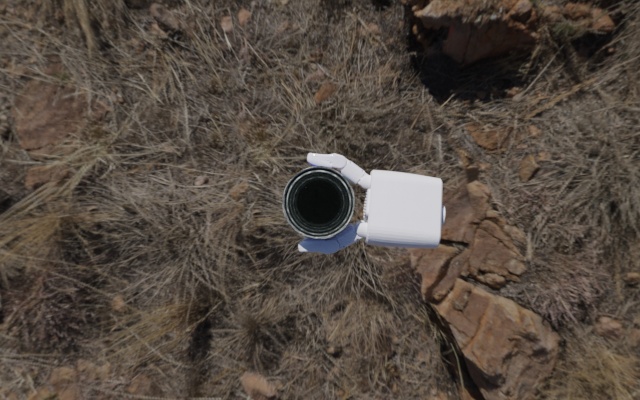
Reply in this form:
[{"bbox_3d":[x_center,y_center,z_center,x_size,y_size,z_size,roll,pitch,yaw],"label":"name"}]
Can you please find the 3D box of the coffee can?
[{"bbox_3d":[0.000,0.002,0.734,0.103,0.103,0.140,0,1,2],"label":"coffee can"}]
